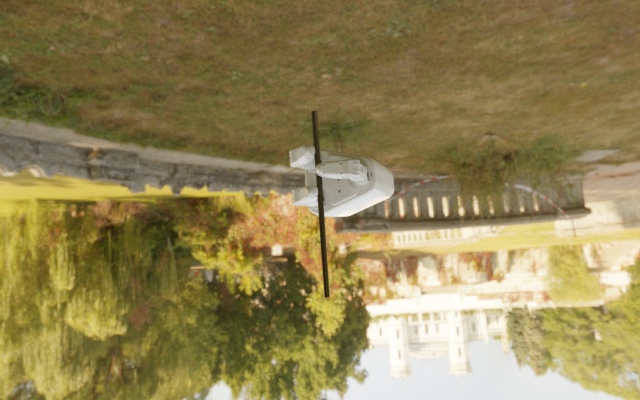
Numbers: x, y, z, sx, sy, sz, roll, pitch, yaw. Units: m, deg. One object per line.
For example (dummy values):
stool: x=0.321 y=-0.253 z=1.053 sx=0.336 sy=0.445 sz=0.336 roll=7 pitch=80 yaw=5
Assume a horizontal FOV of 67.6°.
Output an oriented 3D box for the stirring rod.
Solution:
stirring rod: x=0.000 y=0.002 z=0.614 sx=0.011 sy=0.239 sz=0.011 roll=-4 pitch=-7 yaw=0
